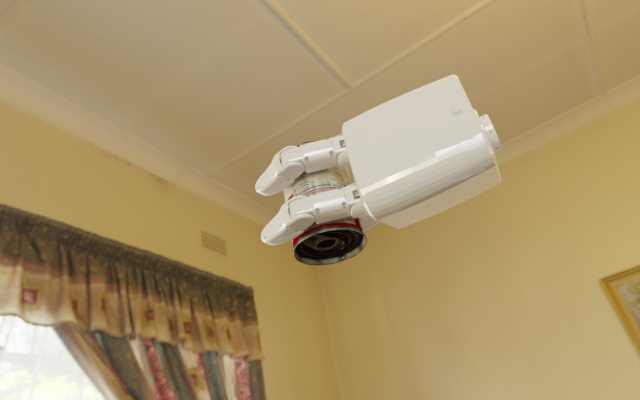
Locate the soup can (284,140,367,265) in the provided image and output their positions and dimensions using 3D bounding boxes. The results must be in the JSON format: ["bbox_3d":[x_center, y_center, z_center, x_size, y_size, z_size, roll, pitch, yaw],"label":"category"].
[{"bbox_3d":[0.000,0.001,0.458,0.068,0.102,0.068,-9,-32,-5],"label":"soup can"}]
